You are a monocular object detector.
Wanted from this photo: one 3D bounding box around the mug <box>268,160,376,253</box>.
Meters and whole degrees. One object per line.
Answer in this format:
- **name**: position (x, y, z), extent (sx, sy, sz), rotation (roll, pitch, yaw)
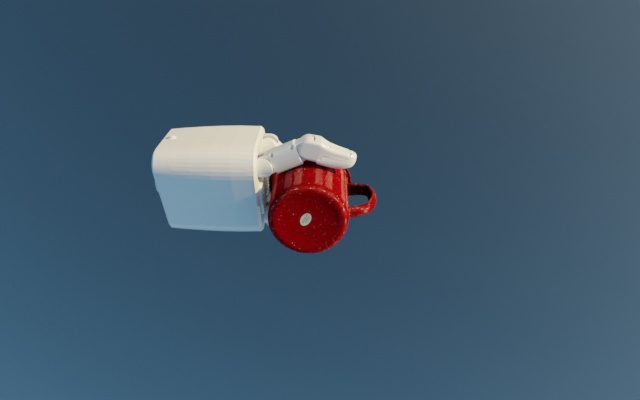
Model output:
- **mug**: position (0.002, 0.002, 0.504), extent (0.117, 0.093, 0.081), rotation (0, 29, 1)
